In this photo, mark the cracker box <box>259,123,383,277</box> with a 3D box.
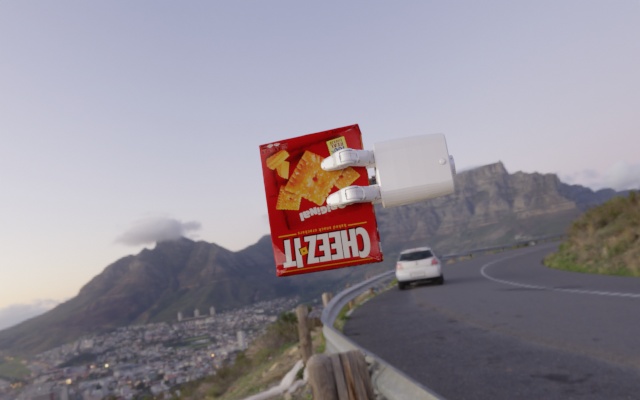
[{"bbox_3d":[0.000,0.002,0.750,0.164,0.213,0.072,-10,-9,9],"label":"cracker box"}]
